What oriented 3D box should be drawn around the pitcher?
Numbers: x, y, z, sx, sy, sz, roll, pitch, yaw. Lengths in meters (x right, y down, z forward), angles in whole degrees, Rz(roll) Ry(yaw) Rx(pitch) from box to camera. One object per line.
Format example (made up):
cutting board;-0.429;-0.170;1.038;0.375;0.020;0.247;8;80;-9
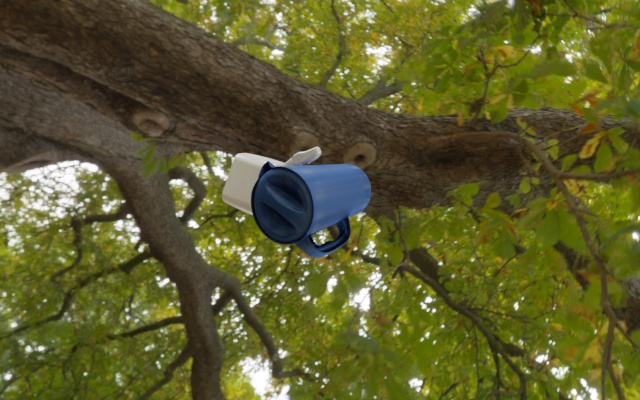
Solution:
pitcher;0.000;0.003;0.891;0.145;0.149;0.243;16;16;31
